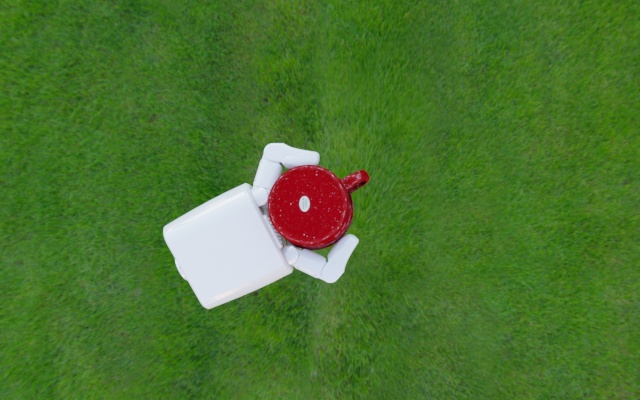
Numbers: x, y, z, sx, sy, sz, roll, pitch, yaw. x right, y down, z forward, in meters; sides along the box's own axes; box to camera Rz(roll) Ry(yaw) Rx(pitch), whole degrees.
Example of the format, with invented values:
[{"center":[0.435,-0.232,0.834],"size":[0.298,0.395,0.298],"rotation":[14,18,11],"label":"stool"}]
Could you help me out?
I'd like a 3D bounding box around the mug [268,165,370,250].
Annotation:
[{"center":[0.001,0.001,0.507],"size":[0.117,0.093,0.081],"rotation":[-28,-5,1],"label":"mug"}]
